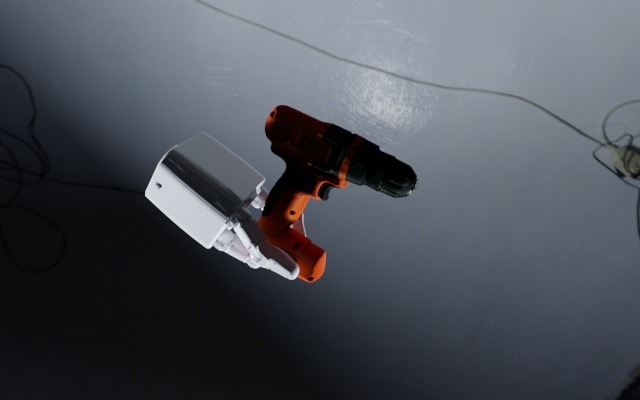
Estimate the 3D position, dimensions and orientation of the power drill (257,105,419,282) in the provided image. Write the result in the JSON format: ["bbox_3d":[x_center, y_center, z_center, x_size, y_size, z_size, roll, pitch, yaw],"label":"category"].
[{"bbox_3d":[0.000,0.002,0.567,0.184,0.188,0.057,27,25,10],"label":"power drill"}]
